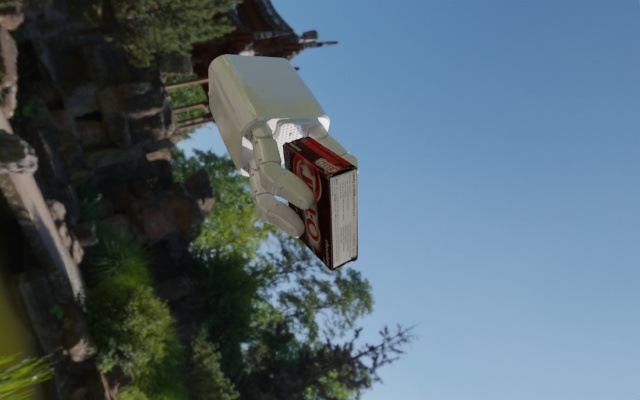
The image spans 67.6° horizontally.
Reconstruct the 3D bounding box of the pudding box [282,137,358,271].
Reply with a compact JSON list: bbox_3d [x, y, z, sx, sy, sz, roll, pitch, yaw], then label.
[{"bbox_3d":[0.000,0.002,0.492,0.039,0.114,0.090,-21,35,-23],"label":"pudding box"}]
